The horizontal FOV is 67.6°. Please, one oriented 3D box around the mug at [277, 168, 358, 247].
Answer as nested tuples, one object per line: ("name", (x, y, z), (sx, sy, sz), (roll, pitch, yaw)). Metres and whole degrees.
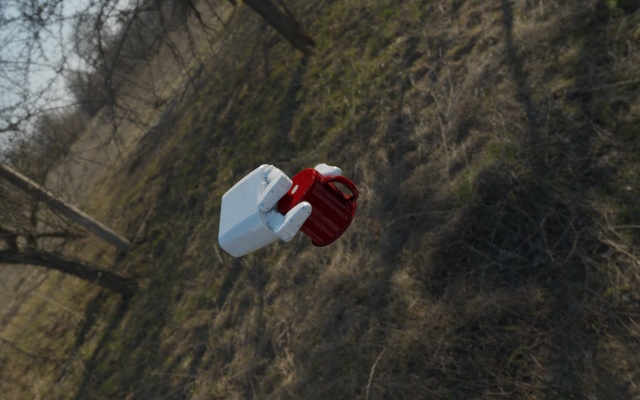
("mug", (0.001, 0.002, 0.684), (0.117, 0.093, 0.081), (-30, -58, 36))
